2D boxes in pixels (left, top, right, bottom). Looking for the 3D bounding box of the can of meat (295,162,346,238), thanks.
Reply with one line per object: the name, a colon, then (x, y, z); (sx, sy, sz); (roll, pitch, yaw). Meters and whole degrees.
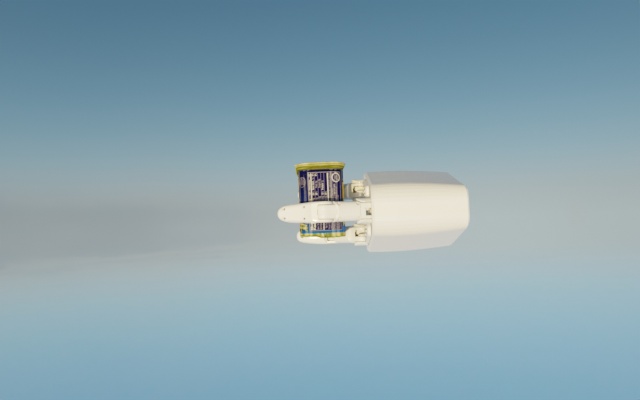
can of meat: (0.000, 0.002, 0.571); (0.057, 0.084, 0.102); (-3, -3, -2)
